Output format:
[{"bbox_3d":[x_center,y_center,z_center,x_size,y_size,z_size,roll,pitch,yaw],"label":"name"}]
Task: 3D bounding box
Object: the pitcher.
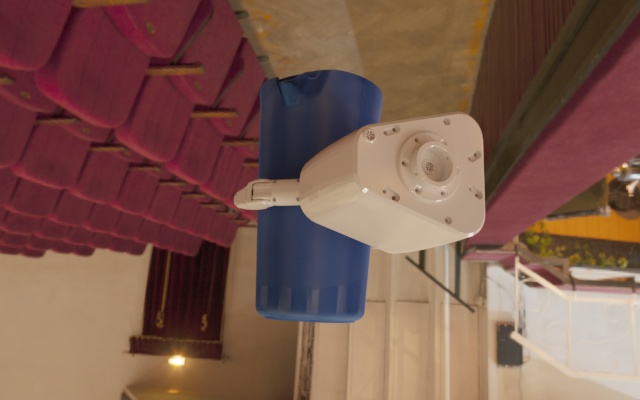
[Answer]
[{"bbox_3d":[0.000,0.002,0.504,0.149,0.242,0.145,8,-13,-21],"label":"pitcher"}]
